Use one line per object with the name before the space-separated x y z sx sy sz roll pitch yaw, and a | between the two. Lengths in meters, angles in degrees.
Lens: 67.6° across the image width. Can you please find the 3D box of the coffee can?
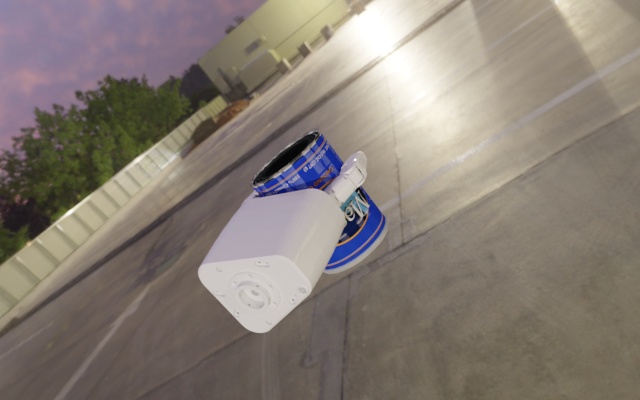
coffee can | 0.000 0.002 0.567 0.103 0.140 0.102 -35 17 12
